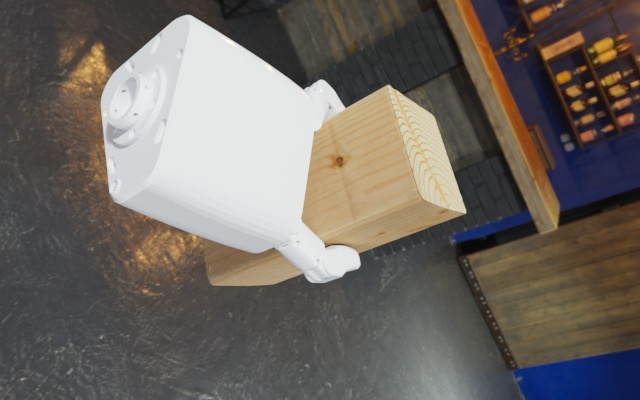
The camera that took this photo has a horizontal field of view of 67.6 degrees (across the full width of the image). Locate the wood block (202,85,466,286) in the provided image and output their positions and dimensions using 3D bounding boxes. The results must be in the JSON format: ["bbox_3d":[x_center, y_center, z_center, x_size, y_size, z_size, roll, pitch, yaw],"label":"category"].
[{"bbox_3d":[0.000,0.002,0.406,0.206,0.090,0.090,-24,-21,31],"label":"wood block"}]
